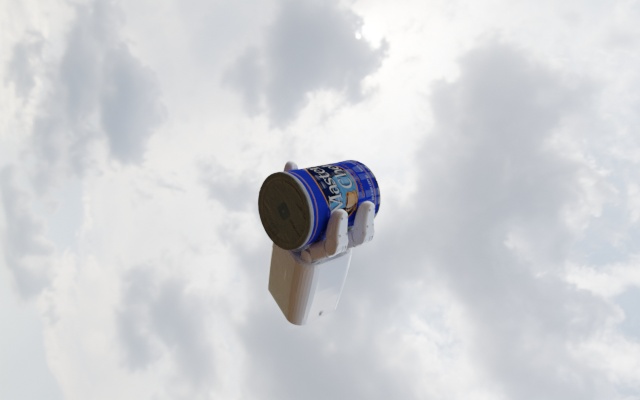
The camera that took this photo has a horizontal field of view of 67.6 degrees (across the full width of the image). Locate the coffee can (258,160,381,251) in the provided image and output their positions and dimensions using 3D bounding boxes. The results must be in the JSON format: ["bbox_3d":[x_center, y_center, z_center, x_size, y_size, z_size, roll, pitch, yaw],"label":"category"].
[{"bbox_3d":[0.000,0.002,0.658,0.103,0.103,0.140,0,10,45],"label":"coffee can"}]
